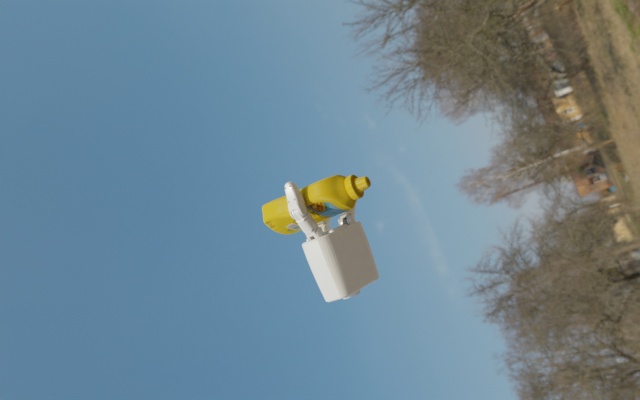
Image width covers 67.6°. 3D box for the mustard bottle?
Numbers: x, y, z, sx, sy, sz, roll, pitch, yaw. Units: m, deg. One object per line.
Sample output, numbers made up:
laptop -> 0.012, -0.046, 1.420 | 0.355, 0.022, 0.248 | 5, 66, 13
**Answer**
mustard bottle -> 0.000, 0.002, 0.812 | 0.192, 0.058, 0.096 | -23, -27, 30
